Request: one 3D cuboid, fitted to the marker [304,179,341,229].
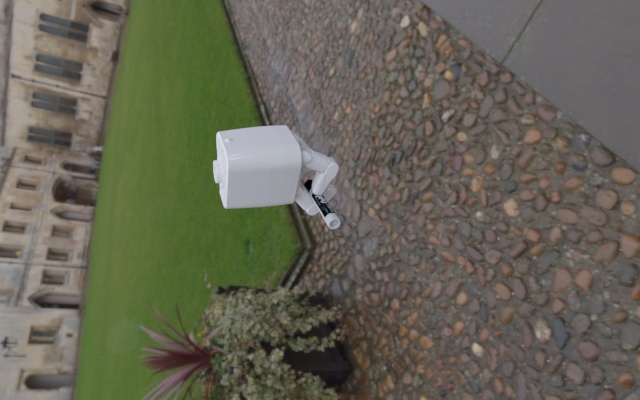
[{"bbox_3d":[0.000,0.002,0.721,0.020,0.020,0.121,0,31,-23],"label":"marker"}]
